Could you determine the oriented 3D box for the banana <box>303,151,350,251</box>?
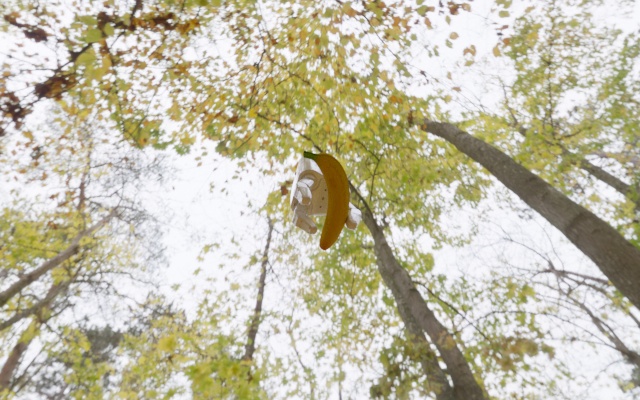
[{"bbox_3d":[0.018,-0.004,0.829,0.069,0.198,0.037,-11,27,-2],"label":"banana"}]
